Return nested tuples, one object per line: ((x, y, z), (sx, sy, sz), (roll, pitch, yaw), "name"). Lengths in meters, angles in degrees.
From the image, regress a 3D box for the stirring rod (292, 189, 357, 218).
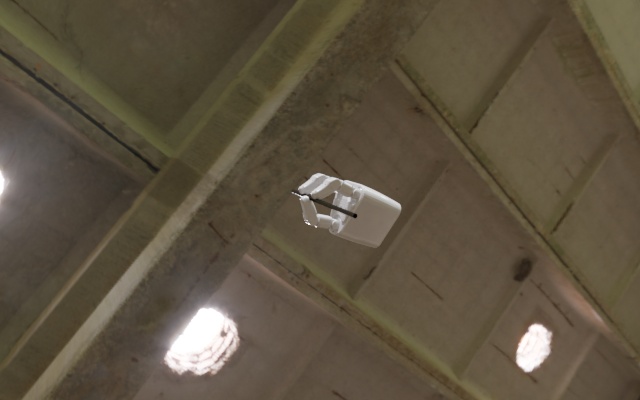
((0.000, 0.003, 0.863), (0.011, 0.011, 0.239), (0, 10, -28), "stirring rod")
